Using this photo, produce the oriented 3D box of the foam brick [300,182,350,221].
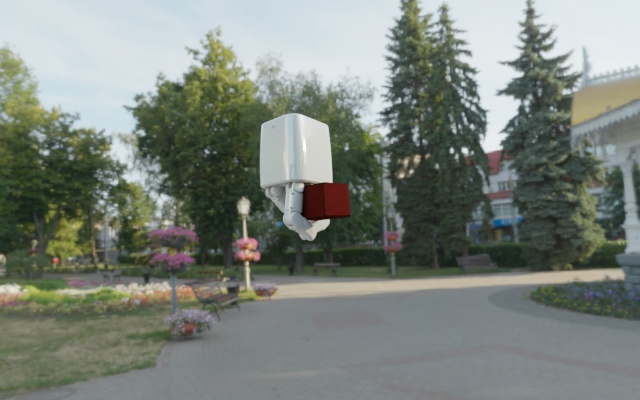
[{"bbox_3d":[0.000,0.002,0.735,0.053,0.051,0.078,4,-9,-41],"label":"foam brick"}]
